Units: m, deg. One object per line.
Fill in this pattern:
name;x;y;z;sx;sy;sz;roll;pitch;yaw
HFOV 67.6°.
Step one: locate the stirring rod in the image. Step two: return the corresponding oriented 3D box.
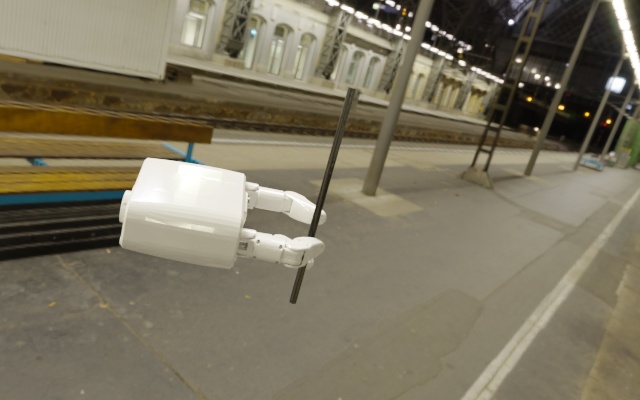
stirring rod;0.000;0.002;0.500;0.011;0.239;0.011;14;16;-4
